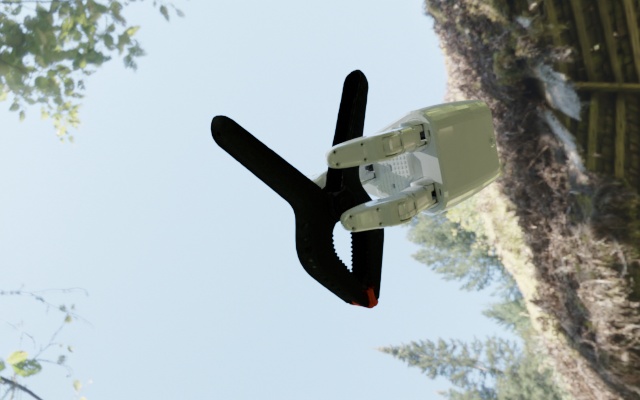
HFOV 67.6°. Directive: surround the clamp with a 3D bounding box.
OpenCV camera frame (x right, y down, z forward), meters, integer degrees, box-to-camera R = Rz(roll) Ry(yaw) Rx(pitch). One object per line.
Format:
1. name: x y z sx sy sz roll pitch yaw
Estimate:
1. clamp: 0.000 0.002 0.409 0.164 0.210 0.036 -20 11 -37
